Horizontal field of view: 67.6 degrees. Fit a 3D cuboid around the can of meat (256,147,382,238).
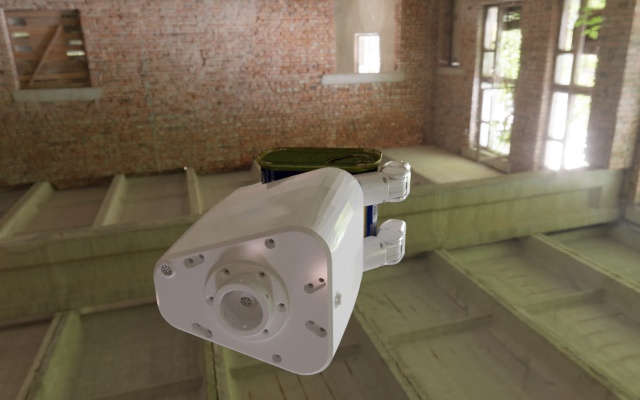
[{"bbox_3d":[0.000,0.002,0.407,0.102,0.084,0.057,2,19,8],"label":"can of meat"}]
